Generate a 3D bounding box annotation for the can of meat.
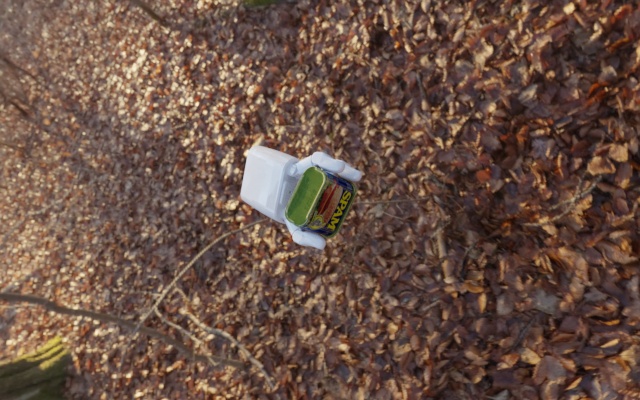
[{"bbox_3d":[0.000,0.003,0.768,0.057,0.102,0.084,29,4,40],"label":"can of meat"}]
